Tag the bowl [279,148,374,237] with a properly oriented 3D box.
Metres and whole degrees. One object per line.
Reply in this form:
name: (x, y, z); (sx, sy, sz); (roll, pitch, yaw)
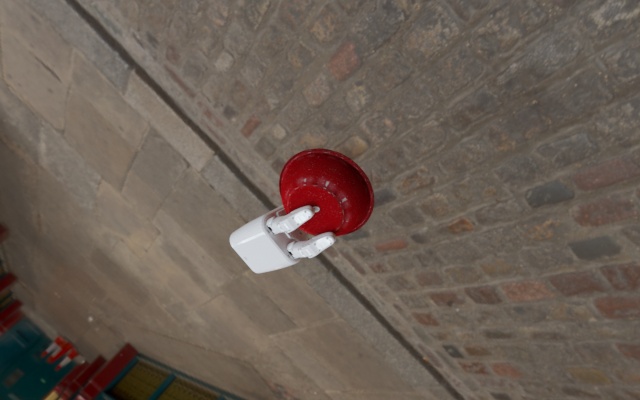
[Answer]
bowl: (0.001, 0.002, 0.748); (0.162, 0.162, 0.055); (0, 30, 21)
